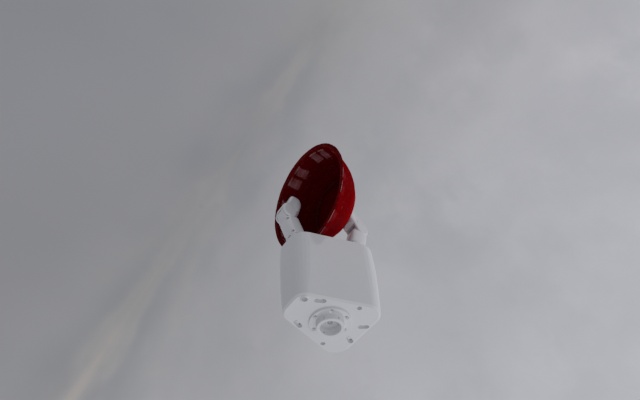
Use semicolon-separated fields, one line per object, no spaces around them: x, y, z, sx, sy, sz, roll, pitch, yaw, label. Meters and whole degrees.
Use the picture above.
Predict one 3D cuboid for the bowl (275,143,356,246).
0.000;0.001;0.687;0.055;0.162;0.162;22;-12;-31;bowl
